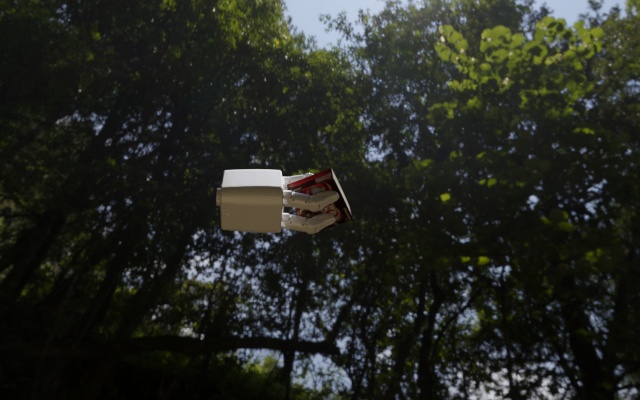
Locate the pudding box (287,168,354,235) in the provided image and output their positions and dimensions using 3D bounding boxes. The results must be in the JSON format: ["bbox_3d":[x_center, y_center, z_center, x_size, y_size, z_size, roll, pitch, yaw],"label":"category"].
[{"bbox_3d":[0.000,0.003,0.882,0.090,0.039,0.114,-20,-47,11],"label":"pudding box"}]
